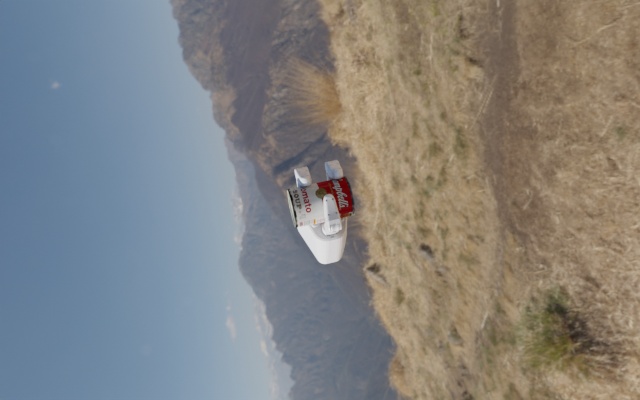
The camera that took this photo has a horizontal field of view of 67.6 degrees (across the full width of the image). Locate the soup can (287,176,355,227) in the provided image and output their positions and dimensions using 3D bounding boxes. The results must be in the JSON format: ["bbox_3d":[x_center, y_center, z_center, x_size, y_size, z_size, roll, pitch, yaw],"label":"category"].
[{"bbox_3d":[0.000,0.003,0.802,0.102,0.068,0.068,-12,1,-7],"label":"soup can"}]
